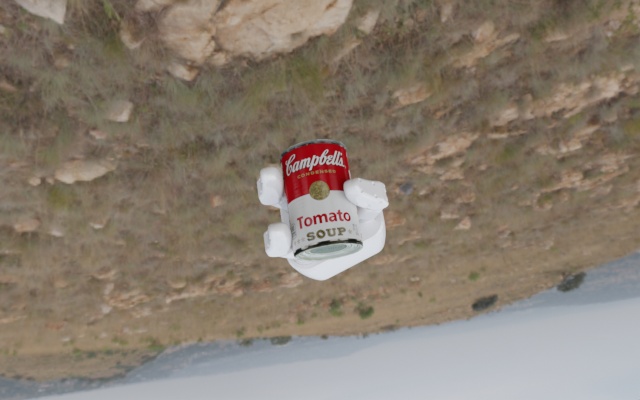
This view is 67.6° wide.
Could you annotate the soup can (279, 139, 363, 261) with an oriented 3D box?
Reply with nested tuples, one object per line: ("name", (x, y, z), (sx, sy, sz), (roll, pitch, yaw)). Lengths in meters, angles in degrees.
("soup can", (0.000, 0.002, 0.461), (0.068, 0.102, 0.068), (-8, -18, -3))
